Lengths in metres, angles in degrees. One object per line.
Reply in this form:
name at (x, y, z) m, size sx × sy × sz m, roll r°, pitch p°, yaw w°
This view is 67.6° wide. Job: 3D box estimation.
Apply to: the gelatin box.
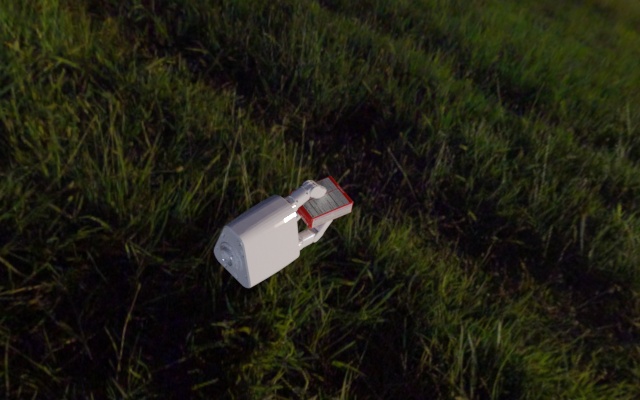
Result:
gelatin box at (0.000, 0.002, 0.830) m, size 0.089 × 0.030 × 0.073 m, roll -23°, pitch 54°, yaw -25°
